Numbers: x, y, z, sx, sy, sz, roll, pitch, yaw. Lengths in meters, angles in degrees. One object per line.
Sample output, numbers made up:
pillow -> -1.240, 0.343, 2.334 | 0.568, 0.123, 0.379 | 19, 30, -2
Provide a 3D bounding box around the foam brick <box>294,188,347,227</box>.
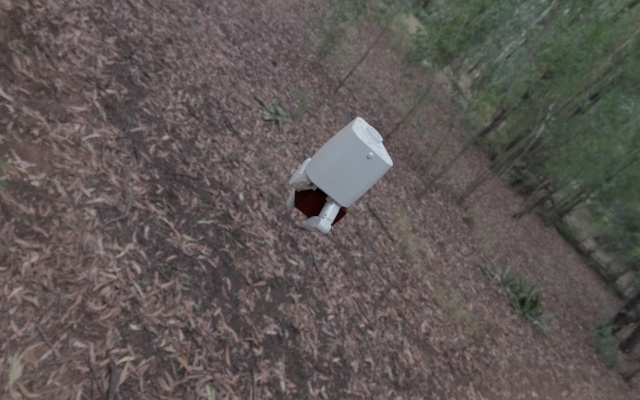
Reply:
foam brick -> 0.000, 0.003, 0.818 | 0.078, 0.051, 0.053 | 38, 25, -24
